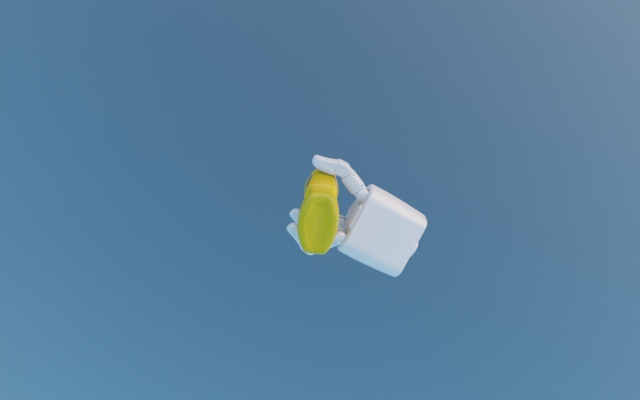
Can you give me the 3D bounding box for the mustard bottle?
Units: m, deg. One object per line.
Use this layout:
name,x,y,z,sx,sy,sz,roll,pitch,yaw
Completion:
mustard bottle,0.000,0.002,0.751,0.058,0.096,0.191,6,20,0
